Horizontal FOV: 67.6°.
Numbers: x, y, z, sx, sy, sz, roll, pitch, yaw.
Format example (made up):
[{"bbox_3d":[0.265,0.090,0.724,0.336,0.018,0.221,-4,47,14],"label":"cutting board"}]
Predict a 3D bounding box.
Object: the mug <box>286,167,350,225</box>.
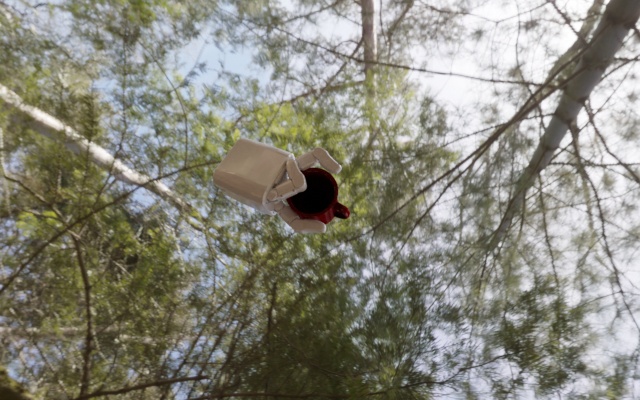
[{"bbox_3d":[0.001,0.003,0.864,0.117,0.093,0.081,22,-16,14],"label":"mug"}]
